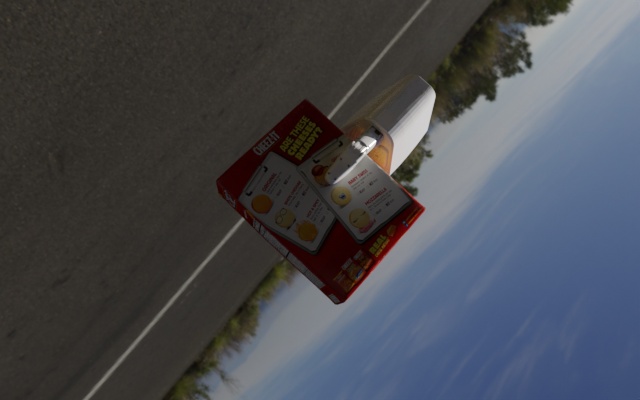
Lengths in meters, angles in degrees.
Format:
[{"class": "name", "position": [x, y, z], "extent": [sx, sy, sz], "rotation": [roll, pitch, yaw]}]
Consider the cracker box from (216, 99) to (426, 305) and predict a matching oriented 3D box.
[{"class": "cracker box", "position": [0.000, 0.002, 0.617], "extent": [0.213, 0.164, 0.072], "rotation": [43, -19, 5]}]
